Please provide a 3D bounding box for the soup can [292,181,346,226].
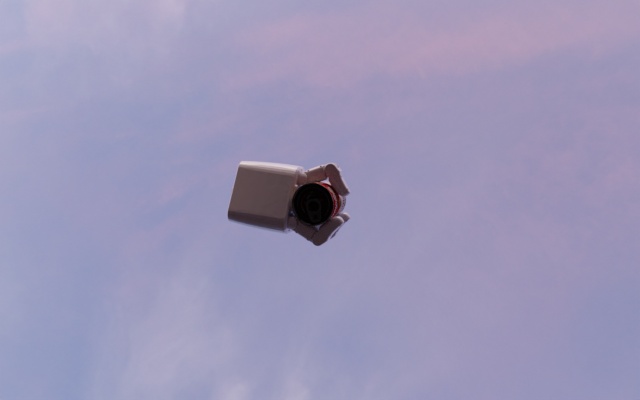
[{"bbox_3d":[0.001,0.003,0.790,0.068,0.068,0.102,0,4,15],"label":"soup can"}]
